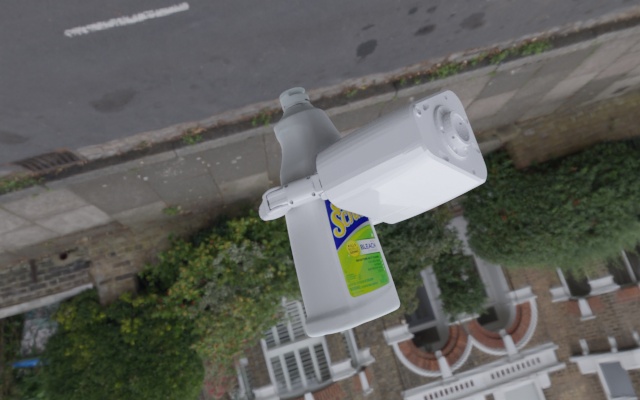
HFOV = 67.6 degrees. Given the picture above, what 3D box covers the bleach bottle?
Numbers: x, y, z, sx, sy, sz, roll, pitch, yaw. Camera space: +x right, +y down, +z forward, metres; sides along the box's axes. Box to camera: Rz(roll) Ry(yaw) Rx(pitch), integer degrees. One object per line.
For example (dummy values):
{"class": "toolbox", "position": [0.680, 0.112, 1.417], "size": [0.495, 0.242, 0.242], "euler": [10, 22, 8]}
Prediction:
{"class": "bleach bottle", "position": [0.000, 0.002, 0.491], "size": [0.068, 0.250, 0.102], "euler": [-26, -14, 41]}
